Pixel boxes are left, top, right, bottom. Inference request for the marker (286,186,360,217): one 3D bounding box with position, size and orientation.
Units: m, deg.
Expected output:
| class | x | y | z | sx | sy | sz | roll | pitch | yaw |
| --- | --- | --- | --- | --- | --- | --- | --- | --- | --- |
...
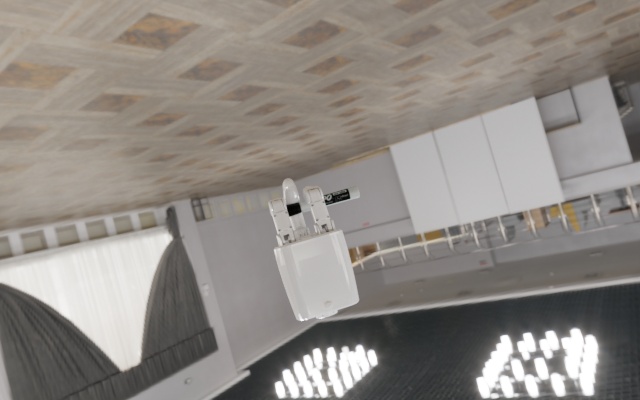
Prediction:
| class | x | y | z | sx | sy | sz | roll | pitch | yaw |
| --- | --- | --- | --- | --- | --- | --- | --- | --- | --- |
| marker | 0.000 | 0.002 | 0.725 | 0.121 | 0.020 | 0.020 | -16 | 2 | -9 |
